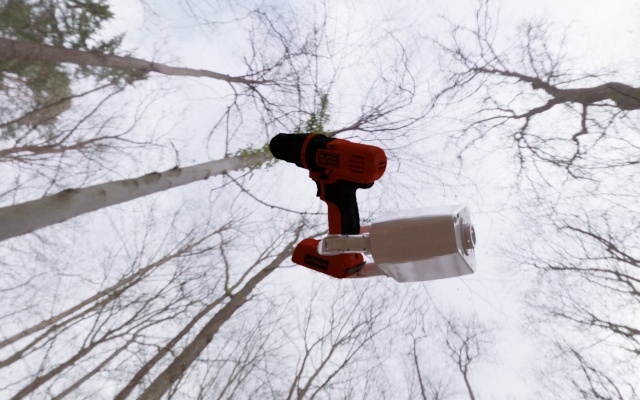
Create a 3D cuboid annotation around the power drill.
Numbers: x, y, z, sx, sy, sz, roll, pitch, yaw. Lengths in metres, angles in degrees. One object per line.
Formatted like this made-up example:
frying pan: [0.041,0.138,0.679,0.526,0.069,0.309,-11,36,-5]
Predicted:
power drill: [0.000,0.003,0.661,0.184,0.188,0.057,15,22,36]
